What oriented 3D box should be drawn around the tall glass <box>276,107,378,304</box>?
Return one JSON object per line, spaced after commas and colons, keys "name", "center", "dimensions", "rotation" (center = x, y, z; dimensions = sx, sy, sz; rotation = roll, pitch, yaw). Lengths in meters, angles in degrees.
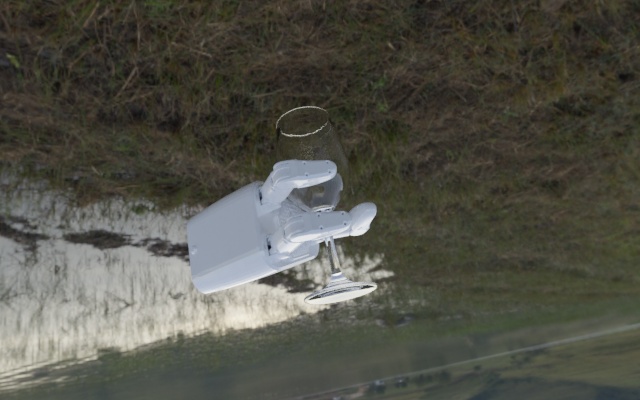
{"name": "tall glass", "center": [0.000, 0.002, 0.503], "dimensions": [0.079, 0.201, 0.079], "rotation": [-10, -21, -4]}
